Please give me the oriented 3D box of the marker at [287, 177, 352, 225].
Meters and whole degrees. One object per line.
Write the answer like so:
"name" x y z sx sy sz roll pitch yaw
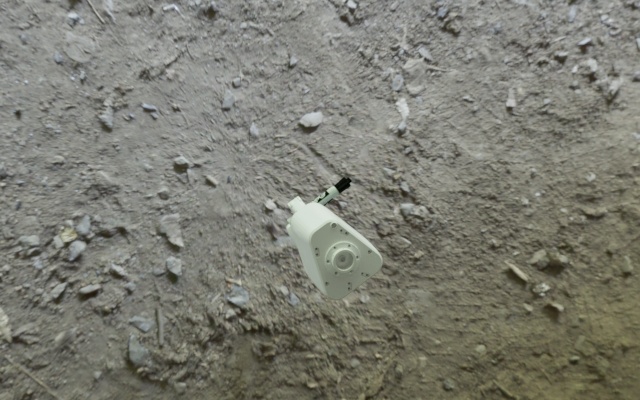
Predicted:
"marker" 0.000 0.002 0.763 0.121 0.020 0.020 -37 4 -5
